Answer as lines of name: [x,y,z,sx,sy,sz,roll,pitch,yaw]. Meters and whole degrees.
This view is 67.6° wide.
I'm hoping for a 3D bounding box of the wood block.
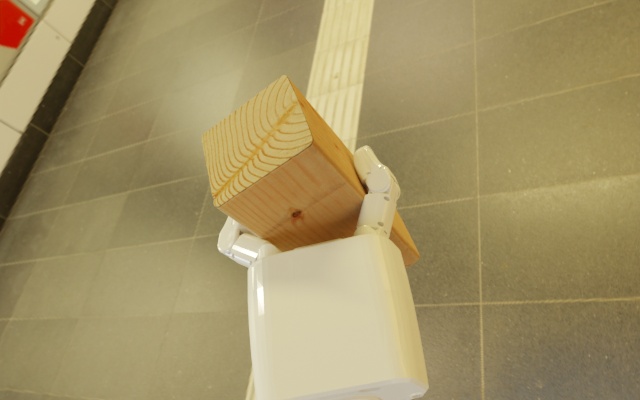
wood block: [0.000,0.001,0.435,0.091,0.090,0.206,-33,-42,13]
